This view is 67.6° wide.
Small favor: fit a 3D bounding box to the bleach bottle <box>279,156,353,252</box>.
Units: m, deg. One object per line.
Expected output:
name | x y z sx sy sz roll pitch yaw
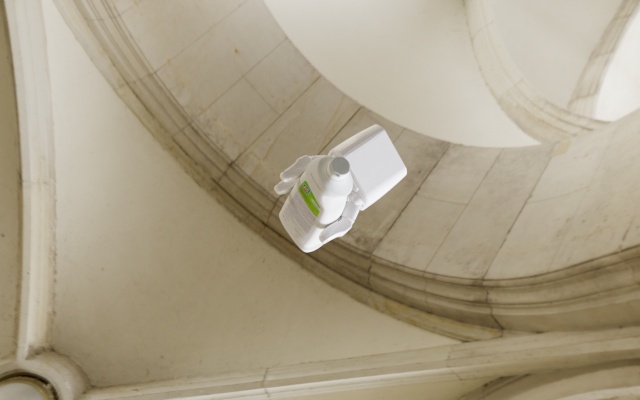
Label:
bleach bottle | 0.000 0.003 0.782 0.068 0.102 0.251 -34 -8 -26
